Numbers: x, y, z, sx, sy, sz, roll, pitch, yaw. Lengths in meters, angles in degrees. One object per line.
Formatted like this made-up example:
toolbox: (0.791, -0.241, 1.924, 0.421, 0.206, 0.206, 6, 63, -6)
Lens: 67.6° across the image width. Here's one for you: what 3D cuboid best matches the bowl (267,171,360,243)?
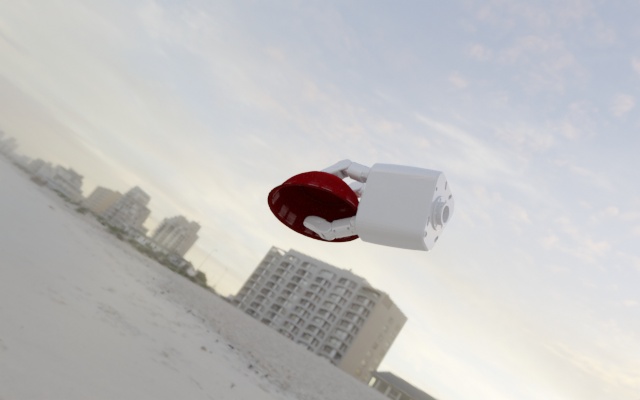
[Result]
bowl: (-0.001, 0.002, 0.757, 0.162, 0.055, 0.162, 14, -32, 9)
